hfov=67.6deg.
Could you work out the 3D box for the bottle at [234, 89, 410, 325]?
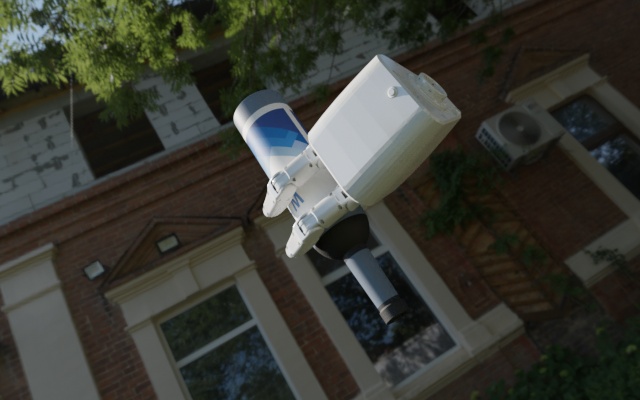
[{"bbox_3d":[0.000,0.002,0.521,0.069,0.295,0.069,-28,-25,-14],"label":"bottle"}]
